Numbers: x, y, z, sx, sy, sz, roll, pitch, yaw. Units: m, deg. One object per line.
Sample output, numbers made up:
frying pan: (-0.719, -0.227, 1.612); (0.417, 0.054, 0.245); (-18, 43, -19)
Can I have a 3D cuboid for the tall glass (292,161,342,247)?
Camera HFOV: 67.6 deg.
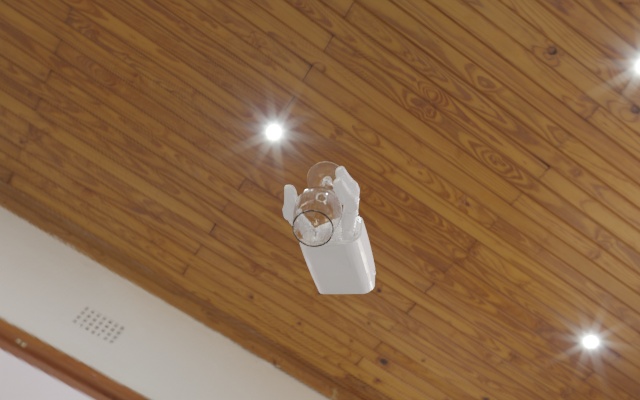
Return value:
tall glass: (0.000, 0.002, 0.797); (0.079, 0.079, 0.201); (0, 23, 7)
